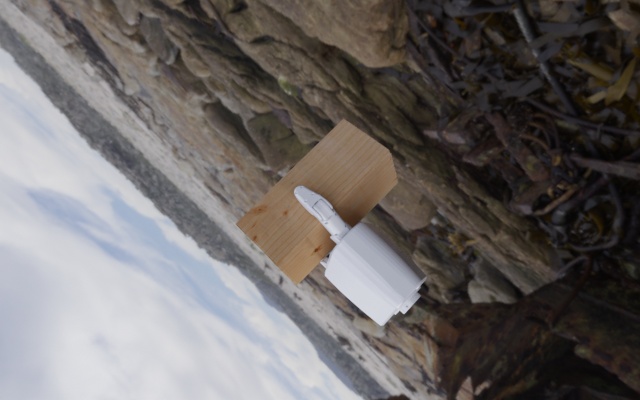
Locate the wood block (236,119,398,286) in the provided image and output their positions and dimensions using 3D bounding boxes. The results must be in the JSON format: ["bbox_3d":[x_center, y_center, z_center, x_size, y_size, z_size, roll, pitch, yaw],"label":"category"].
[{"bbox_3d":[0.000,0.002,0.654,0.090,0.206,0.091,40,-10,29],"label":"wood block"}]
